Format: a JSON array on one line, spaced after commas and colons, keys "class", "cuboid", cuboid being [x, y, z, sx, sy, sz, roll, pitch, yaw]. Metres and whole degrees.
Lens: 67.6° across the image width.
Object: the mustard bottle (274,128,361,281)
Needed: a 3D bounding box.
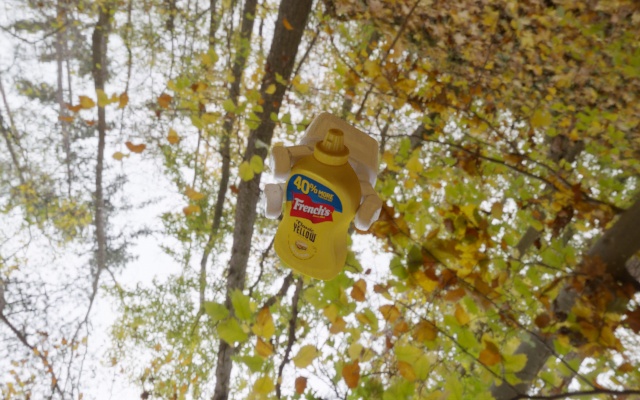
[{"class": "mustard bottle", "cuboid": [0.000, 0.002, 0.585, 0.096, 0.192, 0.058, 28, 34, 23]}]
